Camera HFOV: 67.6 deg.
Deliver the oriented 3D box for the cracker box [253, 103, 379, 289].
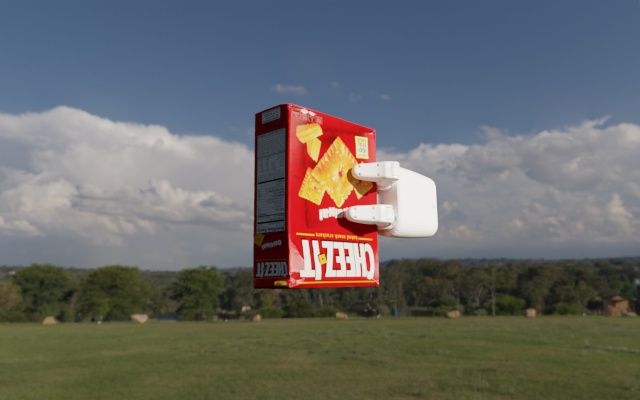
[{"bbox_3d":[0.000,0.002,0.601,0.072,0.213,0.164,-10,-13,43],"label":"cracker box"}]
